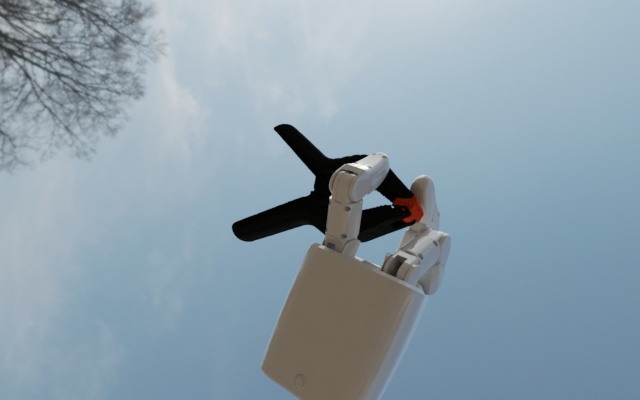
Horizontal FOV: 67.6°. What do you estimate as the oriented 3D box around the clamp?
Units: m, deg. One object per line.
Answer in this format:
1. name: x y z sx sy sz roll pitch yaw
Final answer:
1. clamp: 0.001 0.002 0.417 0.171 0.120 0.039 21 -7 34
